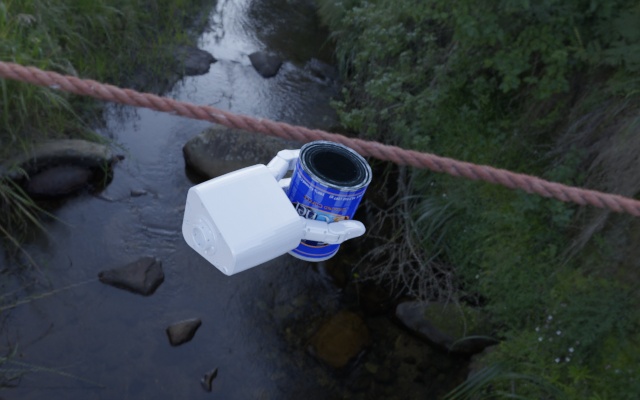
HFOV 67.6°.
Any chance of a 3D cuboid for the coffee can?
[{"bbox_3d":[0.000,0.002,0.675,0.103,0.140,0.102,13,39,-11],"label":"coffee can"}]
